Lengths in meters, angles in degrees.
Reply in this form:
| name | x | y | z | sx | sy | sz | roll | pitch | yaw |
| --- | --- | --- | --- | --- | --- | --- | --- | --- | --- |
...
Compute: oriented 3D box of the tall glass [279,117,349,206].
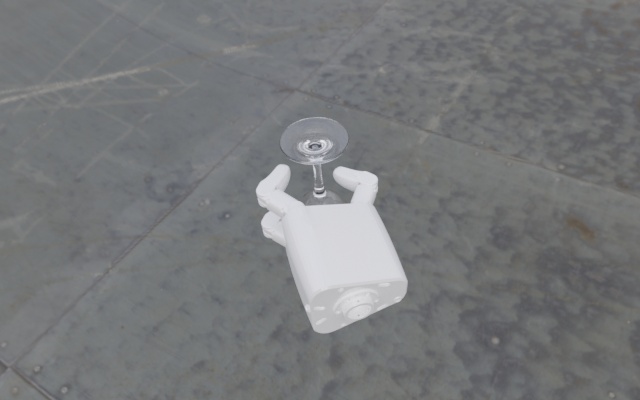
| name | x | y | z | sx | sy | sz | roll | pitch | yaw |
| --- | --- | --- | --- | --- | --- | --- | --- | --- | --- |
| tall glass | 0.000 | 0.001 | 0.579 | 0.079 | 0.079 | 0.201 | 0 | -42 | 5 |
